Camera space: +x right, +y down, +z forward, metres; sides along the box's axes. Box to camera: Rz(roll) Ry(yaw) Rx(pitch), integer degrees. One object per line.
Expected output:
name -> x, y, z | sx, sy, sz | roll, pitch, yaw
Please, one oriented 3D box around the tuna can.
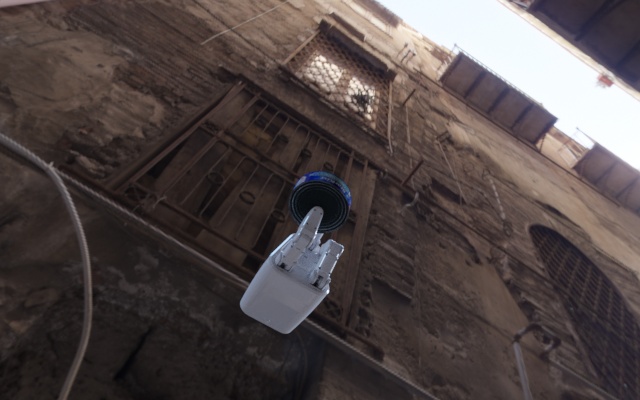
tuna can -> 0.000, 0.002, 0.673 | 0.086, 0.086, 0.033 | 0, 31, 12
